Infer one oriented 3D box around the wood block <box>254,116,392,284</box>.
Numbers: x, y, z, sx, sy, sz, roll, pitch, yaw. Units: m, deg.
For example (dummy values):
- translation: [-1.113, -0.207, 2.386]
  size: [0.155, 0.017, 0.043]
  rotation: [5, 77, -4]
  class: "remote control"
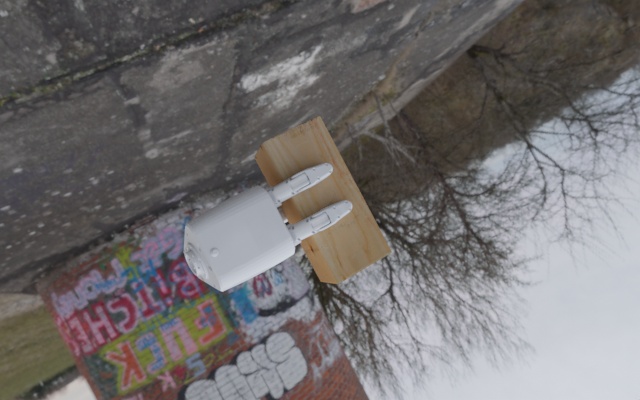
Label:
- translation: [0.000, 0.003, 0.664]
  size: [0.090, 0.206, 0.091]
  rotation: [-28, 1, -17]
  class: "wood block"
